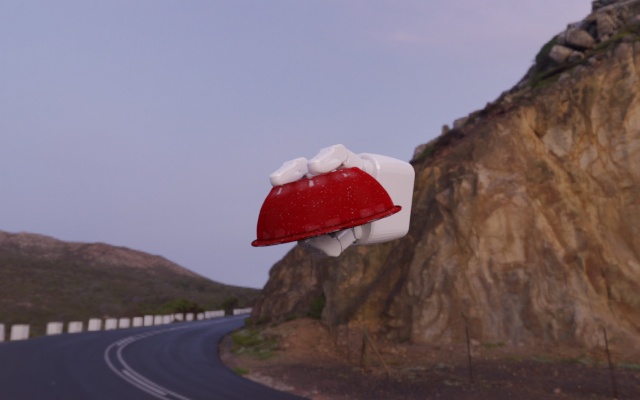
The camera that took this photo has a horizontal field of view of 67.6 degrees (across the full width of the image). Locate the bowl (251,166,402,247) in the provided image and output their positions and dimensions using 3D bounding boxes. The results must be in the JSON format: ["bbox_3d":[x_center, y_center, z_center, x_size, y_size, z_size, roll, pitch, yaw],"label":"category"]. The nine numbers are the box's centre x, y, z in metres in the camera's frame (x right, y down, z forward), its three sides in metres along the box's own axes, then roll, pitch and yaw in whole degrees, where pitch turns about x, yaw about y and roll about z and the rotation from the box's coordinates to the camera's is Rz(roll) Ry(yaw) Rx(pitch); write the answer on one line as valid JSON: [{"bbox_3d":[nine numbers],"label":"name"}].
[{"bbox_3d":[-0.001,0.001,0.498,0.162,0.055,0.162,-14,2,1],"label":"bowl"}]
